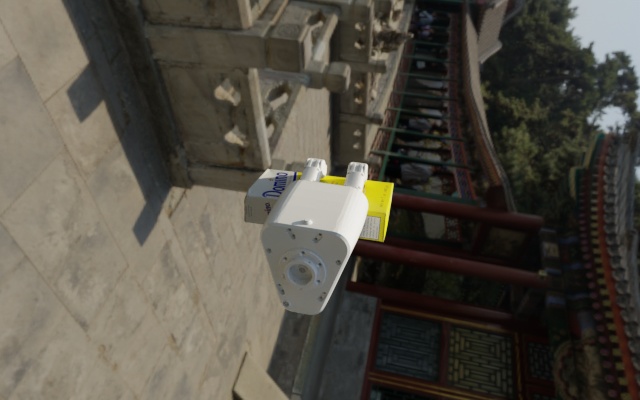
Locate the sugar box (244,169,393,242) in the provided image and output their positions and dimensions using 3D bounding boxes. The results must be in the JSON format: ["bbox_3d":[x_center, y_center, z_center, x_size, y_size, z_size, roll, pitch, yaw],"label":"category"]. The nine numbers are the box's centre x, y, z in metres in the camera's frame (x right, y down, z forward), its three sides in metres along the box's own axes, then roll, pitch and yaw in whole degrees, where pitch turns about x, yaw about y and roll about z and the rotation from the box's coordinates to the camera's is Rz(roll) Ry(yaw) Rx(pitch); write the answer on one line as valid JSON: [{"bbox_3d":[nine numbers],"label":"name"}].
[{"bbox_3d":[0.000,0.002,0.612,0.176,0.048,0.093,9,27,9],"label":"sugar box"}]
